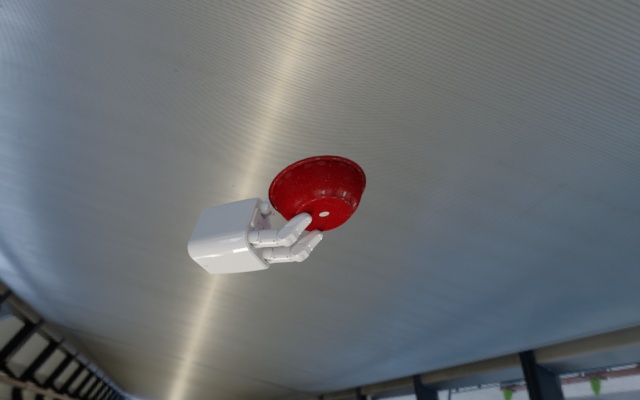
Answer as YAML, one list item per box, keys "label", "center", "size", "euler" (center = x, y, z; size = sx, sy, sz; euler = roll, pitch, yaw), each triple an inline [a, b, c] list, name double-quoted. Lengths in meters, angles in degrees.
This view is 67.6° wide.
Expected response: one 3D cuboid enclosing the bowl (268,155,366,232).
- label: "bowl"
  center: [0.001, 0.002, 0.758]
  size: [0.162, 0.055, 0.162]
  euler: [-8, -37, -6]
